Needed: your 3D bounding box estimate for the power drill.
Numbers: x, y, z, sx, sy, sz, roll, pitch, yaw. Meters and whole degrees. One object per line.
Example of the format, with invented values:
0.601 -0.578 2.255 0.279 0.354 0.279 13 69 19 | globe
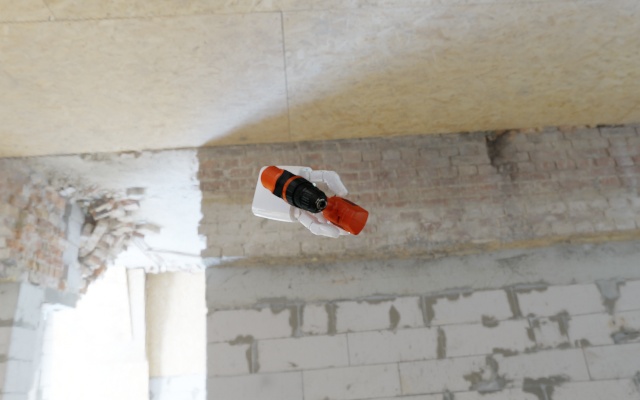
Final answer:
0.000 0.003 0.866 0.188 0.057 0.184 28 1 -39 | power drill
